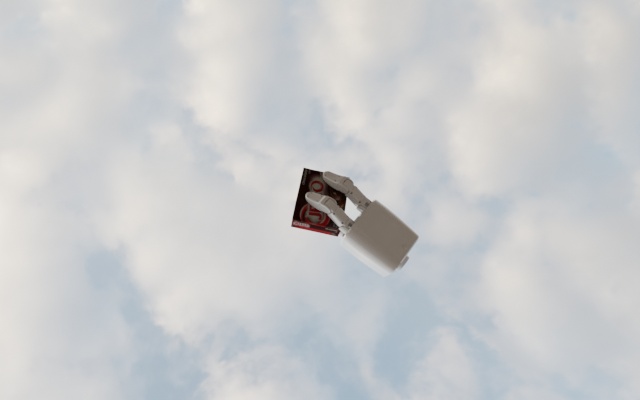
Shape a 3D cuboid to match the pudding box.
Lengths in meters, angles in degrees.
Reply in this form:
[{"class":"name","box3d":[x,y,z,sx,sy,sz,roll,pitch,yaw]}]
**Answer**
[{"class":"pudding box","box3d":[0.000,0.003,0.874,0.090,0.113,0.039,12,-30,-4]}]
